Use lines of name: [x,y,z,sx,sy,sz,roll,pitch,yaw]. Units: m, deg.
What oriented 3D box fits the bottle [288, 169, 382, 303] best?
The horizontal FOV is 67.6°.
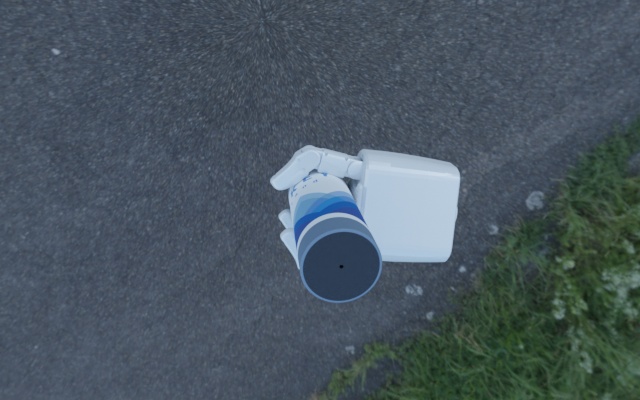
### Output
bottle: [0.000,0.002,0.514,0.069,0.069,0.295,0,20,-7]
